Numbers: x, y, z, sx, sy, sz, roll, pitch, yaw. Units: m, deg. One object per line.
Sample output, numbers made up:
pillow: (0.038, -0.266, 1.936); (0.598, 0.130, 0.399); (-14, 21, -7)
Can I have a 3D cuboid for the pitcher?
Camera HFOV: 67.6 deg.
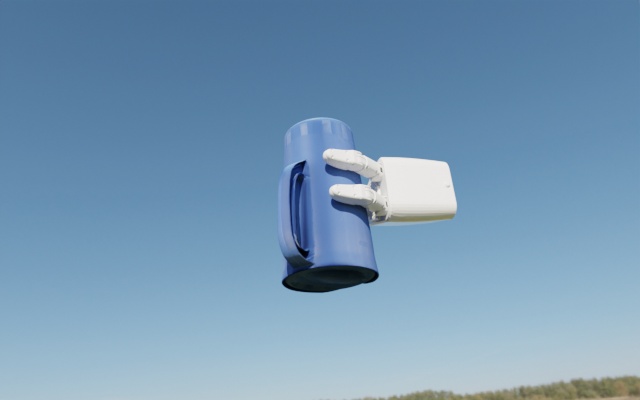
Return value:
pitcher: (0.000, 0.002, 0.688); (0.145, 0.242, 0.149); (1, -25, -12)
